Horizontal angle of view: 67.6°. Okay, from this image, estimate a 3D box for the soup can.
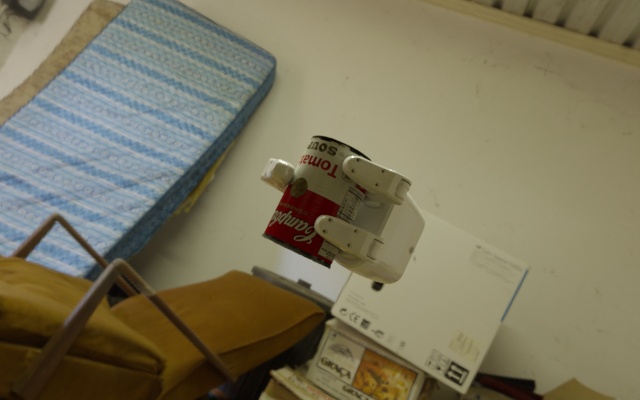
[{"bbox_3d":[0.000,0.001,0.431,0.068,0.102,0.068,26,-7,3],"label":"soup can"}]
